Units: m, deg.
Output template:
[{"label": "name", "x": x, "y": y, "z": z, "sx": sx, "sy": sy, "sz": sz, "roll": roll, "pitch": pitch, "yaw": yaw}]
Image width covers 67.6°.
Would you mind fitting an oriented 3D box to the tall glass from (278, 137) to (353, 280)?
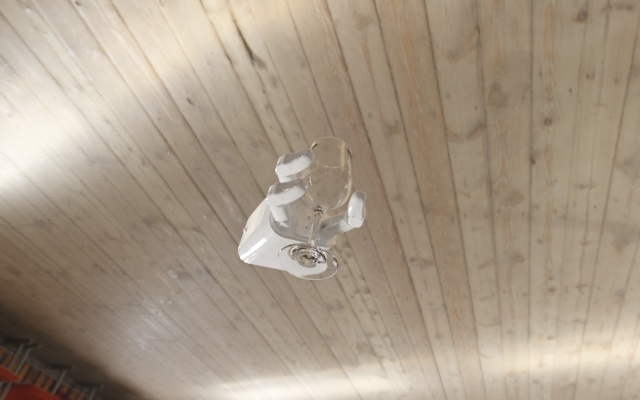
[{"label": "tall glass", "x": 0.000, "y": 0.003, "z": 0.639, "sx": 0.079, "sy": 0.201, "sz": 0.079, "roll": 7, "pitch": -41, "yaw": 6}]
